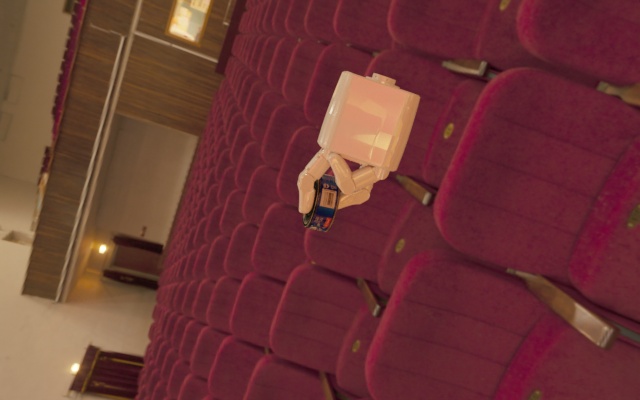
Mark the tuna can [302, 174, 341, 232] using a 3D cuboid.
[{"bbox_3d":[0.000,0.002,0.713,0.034,0.086,0.086,12,-3,-14],"label":"tuna can"}]
